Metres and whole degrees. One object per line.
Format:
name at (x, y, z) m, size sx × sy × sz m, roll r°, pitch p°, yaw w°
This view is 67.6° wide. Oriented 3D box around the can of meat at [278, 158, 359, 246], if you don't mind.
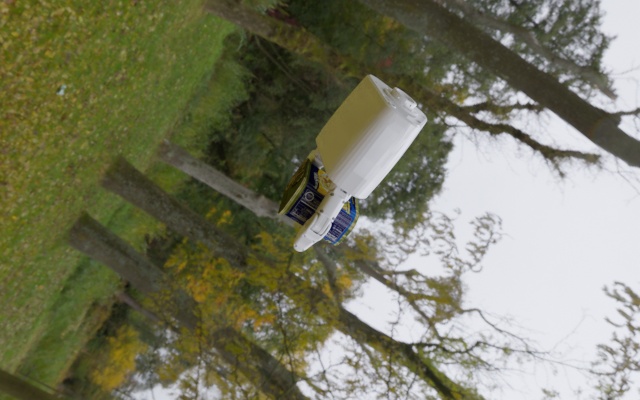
can of meat at (0.000, 0.002, 0.606) m, size 0.084 × 0.057 × 0.102 m, roll 33°, pitch 21°, yaw -12°
